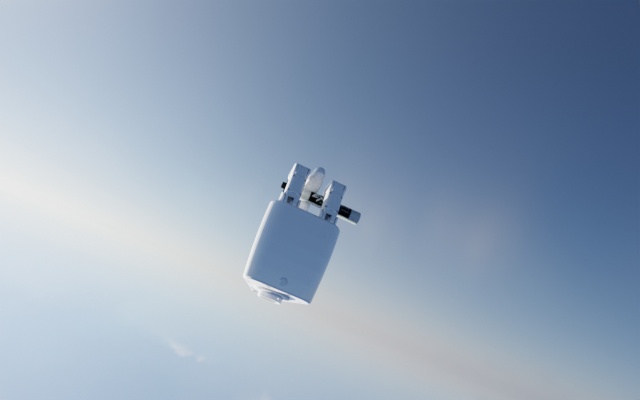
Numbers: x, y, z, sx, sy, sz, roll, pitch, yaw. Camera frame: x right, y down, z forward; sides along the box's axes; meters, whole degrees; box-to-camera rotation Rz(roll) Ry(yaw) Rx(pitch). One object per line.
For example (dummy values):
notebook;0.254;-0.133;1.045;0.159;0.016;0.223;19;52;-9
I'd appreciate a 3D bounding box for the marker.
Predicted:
marker;0.000;0.002;0.680;0.121;0.020;0.020;24;-4;-9
